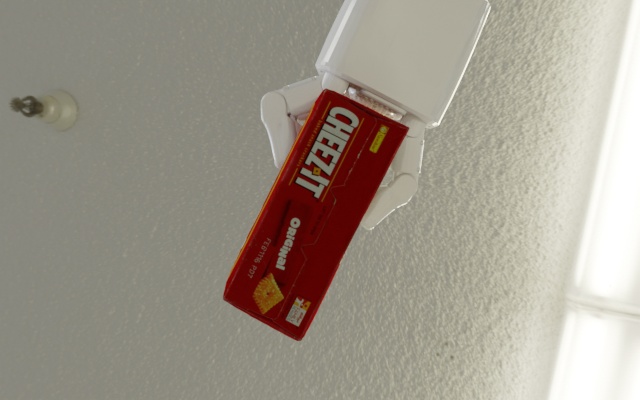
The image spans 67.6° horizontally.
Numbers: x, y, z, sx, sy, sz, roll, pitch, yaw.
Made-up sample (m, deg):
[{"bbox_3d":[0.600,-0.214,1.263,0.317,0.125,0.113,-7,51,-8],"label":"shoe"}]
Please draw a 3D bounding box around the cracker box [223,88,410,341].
[{"bbox_3d":[0.000,0.001,0.421,0.072,0.164,0.213,26,6,2],"label":"cracker box"}]
